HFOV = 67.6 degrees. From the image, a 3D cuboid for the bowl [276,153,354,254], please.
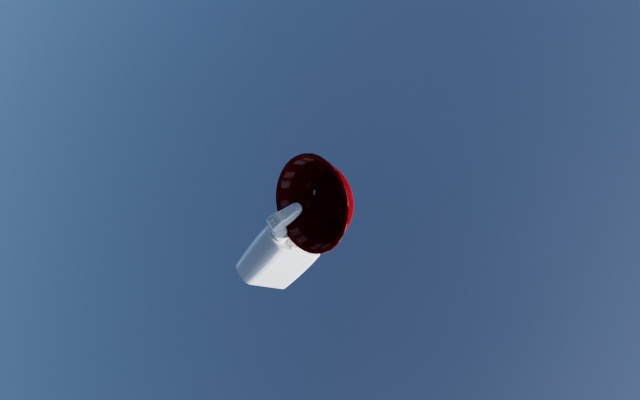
[{"bbox_3d":[0.001,0.002,0.773,0.162,0.162,0.055,0,8,45],"label":"bowl"}]
